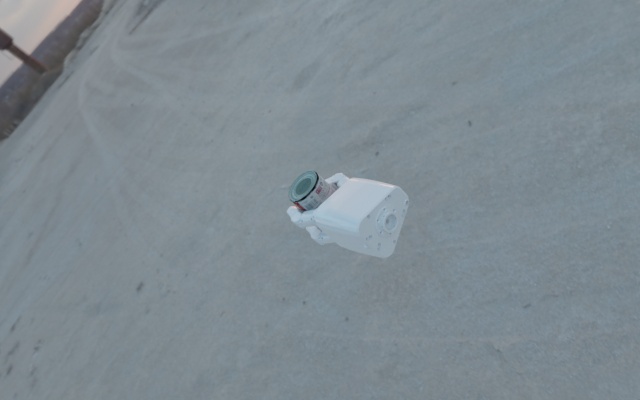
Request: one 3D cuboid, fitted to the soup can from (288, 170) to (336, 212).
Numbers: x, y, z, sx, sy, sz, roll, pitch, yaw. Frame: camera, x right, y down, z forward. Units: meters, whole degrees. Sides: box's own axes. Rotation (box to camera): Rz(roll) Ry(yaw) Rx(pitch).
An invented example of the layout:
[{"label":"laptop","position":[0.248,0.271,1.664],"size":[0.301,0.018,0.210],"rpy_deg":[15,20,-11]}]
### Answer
[{"label":"soup can","position":[0.000,0.002,0.846],"size":[0.068,0.068,0.102],"rpy_deg":[0,-34,49]}]
